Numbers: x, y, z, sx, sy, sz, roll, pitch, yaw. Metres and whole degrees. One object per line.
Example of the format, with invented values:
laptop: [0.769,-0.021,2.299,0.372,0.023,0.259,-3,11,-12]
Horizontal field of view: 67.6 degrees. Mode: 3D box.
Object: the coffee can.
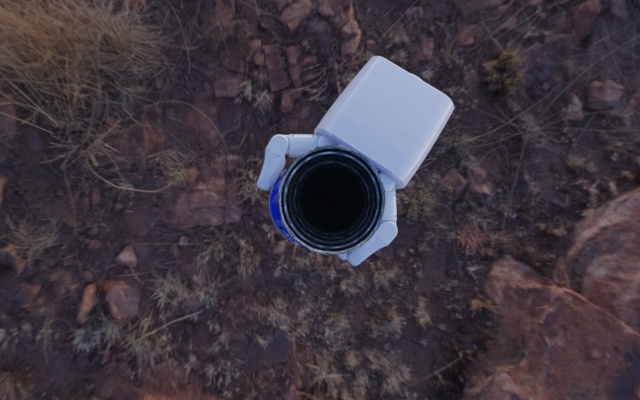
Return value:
coffee can: [0.000,0.002,0.511,0.103,0.103,0.140,0,-2,-9]
